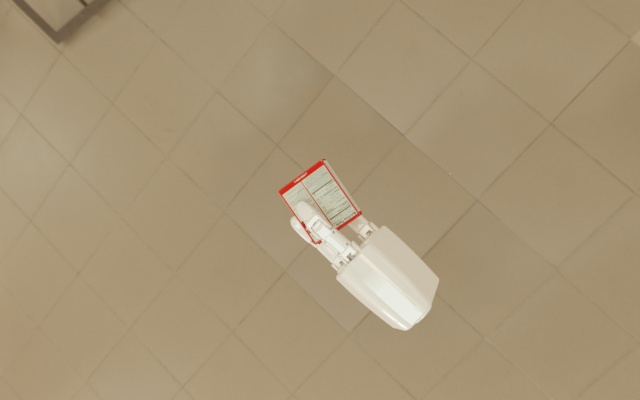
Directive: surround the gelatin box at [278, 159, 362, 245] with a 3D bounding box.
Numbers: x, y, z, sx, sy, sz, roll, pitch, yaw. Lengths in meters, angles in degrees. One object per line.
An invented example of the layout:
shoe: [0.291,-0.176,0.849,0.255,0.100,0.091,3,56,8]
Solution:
gelatin box: [0.000,0.002,0.625,0.073,0.089,0.030,-36,-2,13]
